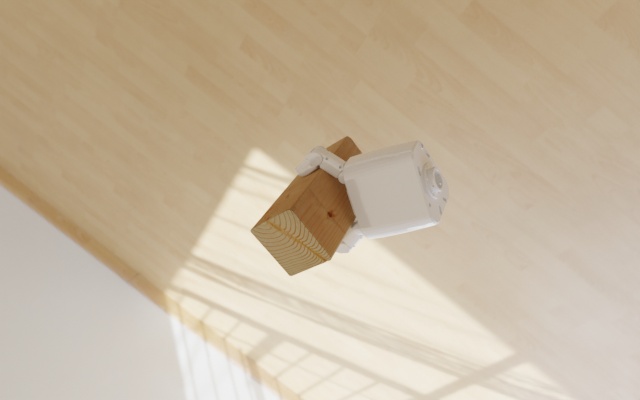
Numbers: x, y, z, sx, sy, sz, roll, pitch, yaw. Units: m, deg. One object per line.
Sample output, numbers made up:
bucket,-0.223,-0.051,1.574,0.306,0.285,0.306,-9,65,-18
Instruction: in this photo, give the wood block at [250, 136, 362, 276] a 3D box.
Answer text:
wood block,0.000,0.002,0.711,0.090,0.091,0.206,-28,17,40
